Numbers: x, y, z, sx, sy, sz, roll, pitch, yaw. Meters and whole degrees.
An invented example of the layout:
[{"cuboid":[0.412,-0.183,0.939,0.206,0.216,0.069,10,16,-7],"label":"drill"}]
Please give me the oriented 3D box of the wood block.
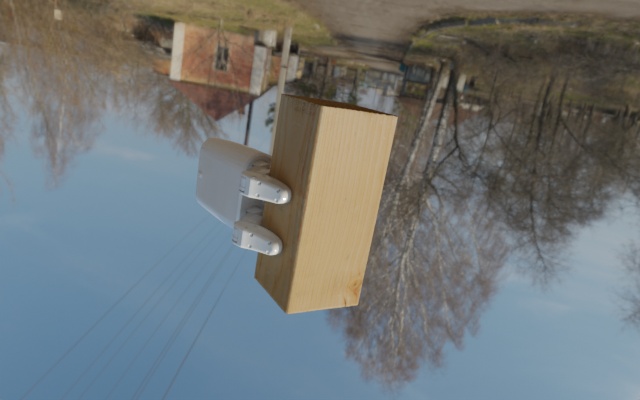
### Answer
[{"cuboid":[0.000,0.002,0.503,0.091,0.206,0.090,0,18,-32],"label":"wood block"}]
